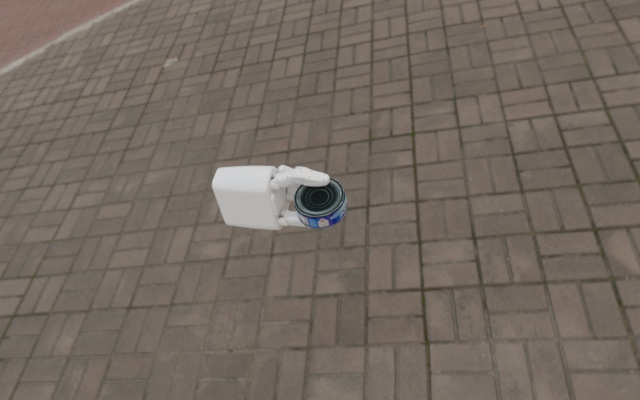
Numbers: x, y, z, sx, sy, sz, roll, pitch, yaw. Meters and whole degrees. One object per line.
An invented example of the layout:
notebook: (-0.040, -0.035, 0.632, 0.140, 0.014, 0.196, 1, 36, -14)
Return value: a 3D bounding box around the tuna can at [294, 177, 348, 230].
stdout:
tuna can: (0.000, 0.002, 0.774, 0.086, 0.086, 0.034, 0, -38, 12)
